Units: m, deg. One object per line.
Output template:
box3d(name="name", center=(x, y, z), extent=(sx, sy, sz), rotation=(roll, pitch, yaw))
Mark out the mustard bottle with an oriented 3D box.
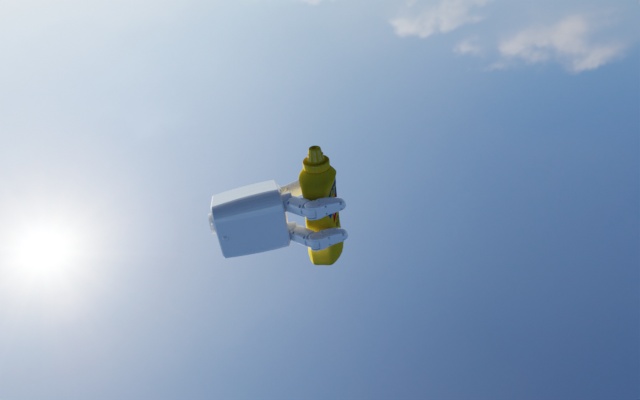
box3d(name="mustard bottle", center=(0.000, 0.003, 0.755), extent=(0.058, 0.192, 0.096), rotation=(0, 33, 12))
